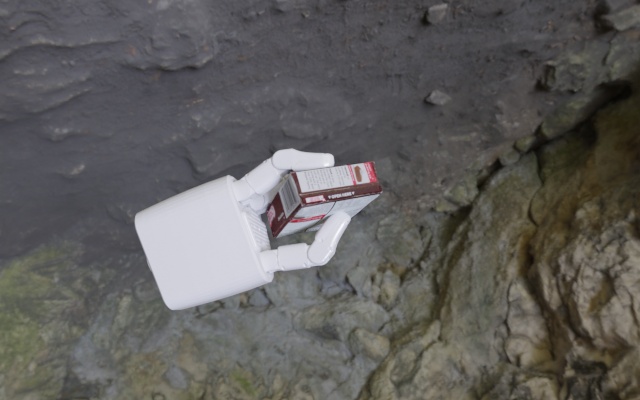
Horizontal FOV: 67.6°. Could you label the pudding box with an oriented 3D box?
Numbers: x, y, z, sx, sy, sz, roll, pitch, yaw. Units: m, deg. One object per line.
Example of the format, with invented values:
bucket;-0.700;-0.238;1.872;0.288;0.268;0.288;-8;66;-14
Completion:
pudding box;0.000;0.002;0.499;0.090;0.039;0.113;-10;-15;-23
